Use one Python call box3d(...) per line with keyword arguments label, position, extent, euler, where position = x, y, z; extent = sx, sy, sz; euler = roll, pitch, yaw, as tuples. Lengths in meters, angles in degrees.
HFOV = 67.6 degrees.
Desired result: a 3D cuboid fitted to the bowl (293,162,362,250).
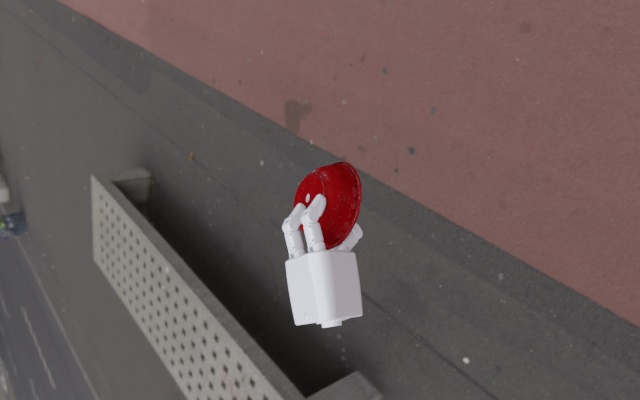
box3d(label="bowl", position=(0.000, 0.002, 0.838), extent=(0.055, 0.162, 0.162), euler=(16, -9, -33))
